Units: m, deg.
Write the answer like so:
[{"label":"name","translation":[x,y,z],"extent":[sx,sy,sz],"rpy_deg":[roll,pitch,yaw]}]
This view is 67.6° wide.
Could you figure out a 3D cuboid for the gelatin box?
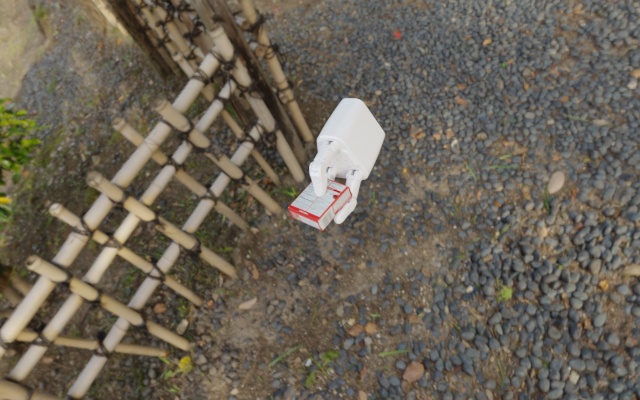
[{"label":"gelatin box","translation":[0.000,0.003,0.827],"extent":[0.073,0.030,0.089],"rpy_deg":[22,59,38]}]
